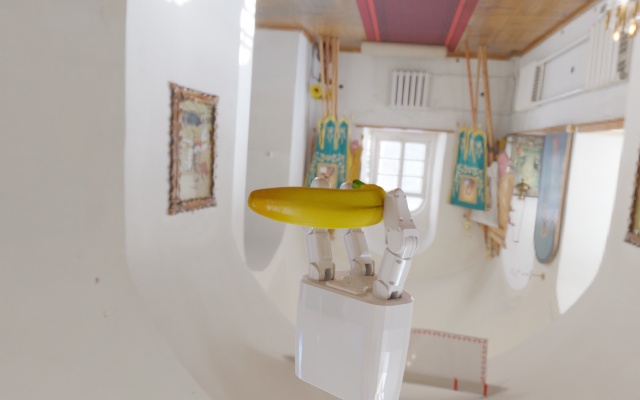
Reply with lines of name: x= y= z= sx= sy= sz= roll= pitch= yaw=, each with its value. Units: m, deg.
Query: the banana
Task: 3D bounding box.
banana: x=0.018 y=0.004 z=0.438 sx=0.069 sy=0.037 sz=0.198 roll=11 pitch=8 yaw=29
